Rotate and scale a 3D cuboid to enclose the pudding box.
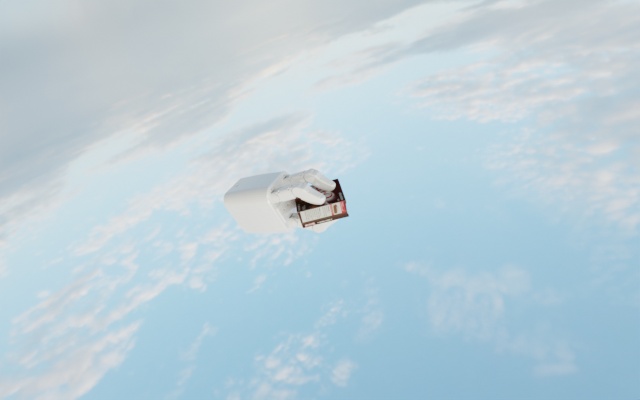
[{"bbox_3d":[0.000,0.003,0.887,0.090,0.039,0.113,-15,26,0],"label":"pudding box"}]
